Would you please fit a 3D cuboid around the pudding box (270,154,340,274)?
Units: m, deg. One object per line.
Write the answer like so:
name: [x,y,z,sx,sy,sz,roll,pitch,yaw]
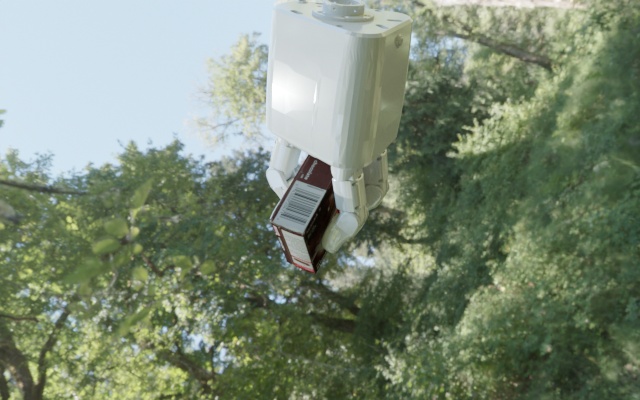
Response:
pudding box: [0.000,0.001,0.460,0.039,0.113,0.090,22,-25,20]
